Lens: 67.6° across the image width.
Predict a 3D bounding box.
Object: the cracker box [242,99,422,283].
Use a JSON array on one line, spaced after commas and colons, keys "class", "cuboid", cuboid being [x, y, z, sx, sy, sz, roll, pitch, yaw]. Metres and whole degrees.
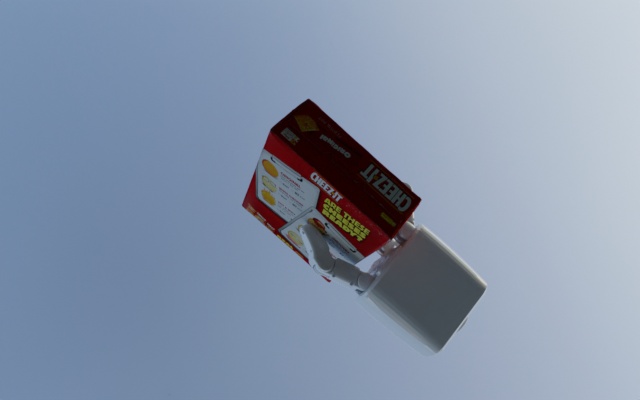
[{"class": "cracker box", "cuboid": [0.000, 0.002, 0.574, 0.072, 0.164, 0.214, -47, -2, -27]}]
